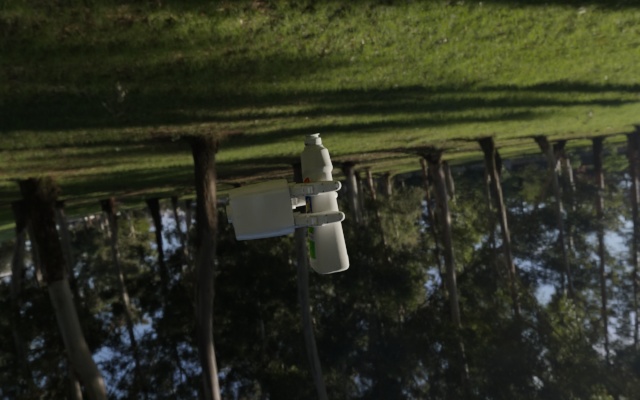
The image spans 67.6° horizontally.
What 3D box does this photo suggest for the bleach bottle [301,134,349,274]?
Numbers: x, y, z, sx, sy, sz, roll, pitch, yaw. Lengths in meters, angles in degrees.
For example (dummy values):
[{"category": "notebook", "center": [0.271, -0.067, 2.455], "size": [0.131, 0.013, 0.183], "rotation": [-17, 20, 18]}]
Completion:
[{"category": "bleach bottle", "center": [0.000, 0.003, 0.890], "size": [0.068, 0.251, 0.102], "rotation": [-9, 6, -10]}]
